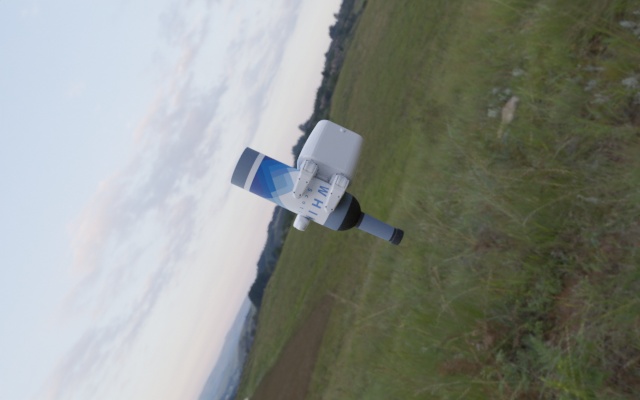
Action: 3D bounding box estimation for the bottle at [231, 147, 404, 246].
[{"bbox_3d":[0.000,0.003,0.791,0.296,0.069,0.069,24,-2,-3],"label":"bottle"}]
